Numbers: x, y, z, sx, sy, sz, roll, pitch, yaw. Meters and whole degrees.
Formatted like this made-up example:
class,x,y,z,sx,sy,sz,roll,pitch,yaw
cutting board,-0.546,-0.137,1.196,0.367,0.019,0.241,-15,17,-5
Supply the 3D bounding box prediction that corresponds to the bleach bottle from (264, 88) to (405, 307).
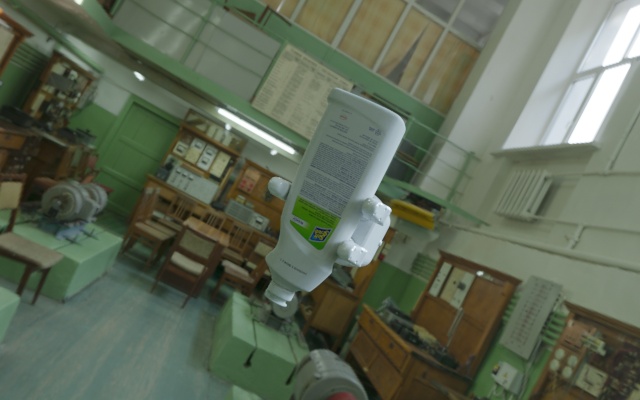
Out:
class,x,y,z,sx,sy,sz,roll,pitch,yaw
bleach bottle,0.000,0.002,0.559,0.102,0.251,0.068,28,-2,19
